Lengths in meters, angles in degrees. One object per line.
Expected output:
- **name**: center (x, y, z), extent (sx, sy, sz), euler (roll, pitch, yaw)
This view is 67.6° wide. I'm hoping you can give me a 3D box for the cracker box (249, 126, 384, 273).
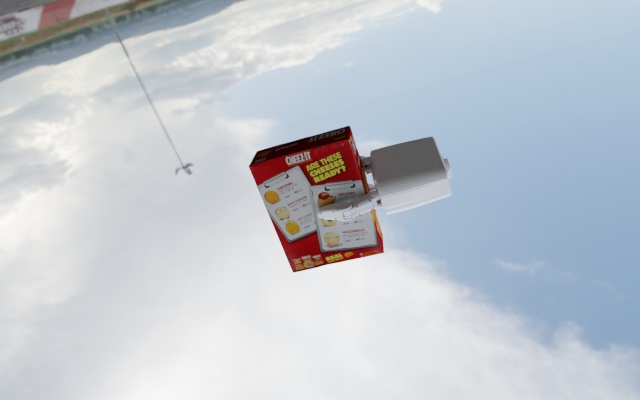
- **cracker box**: center (0.000, 0.003, 0.787), extent (0.164, 0.214, 0.072), euler (-14, 27, 11)
